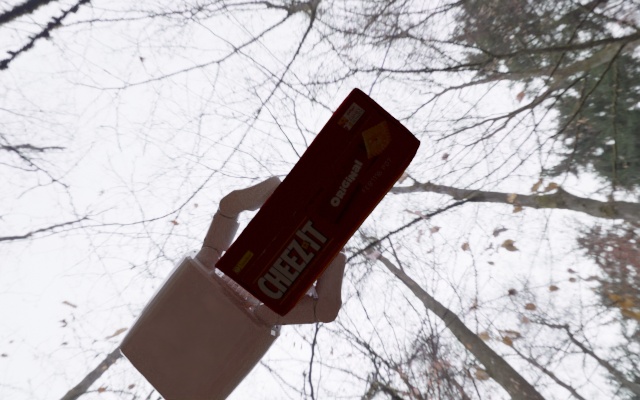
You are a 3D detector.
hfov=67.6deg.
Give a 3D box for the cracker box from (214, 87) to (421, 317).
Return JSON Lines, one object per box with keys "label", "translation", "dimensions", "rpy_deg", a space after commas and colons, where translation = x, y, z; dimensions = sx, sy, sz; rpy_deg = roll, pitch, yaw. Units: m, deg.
{"label": "cracker box", "translation": [0.000, 0.001, 0.440], "dimensions": [0.072, 0.164, 0.213], "rpy_deg": [38, 1, -1]}
